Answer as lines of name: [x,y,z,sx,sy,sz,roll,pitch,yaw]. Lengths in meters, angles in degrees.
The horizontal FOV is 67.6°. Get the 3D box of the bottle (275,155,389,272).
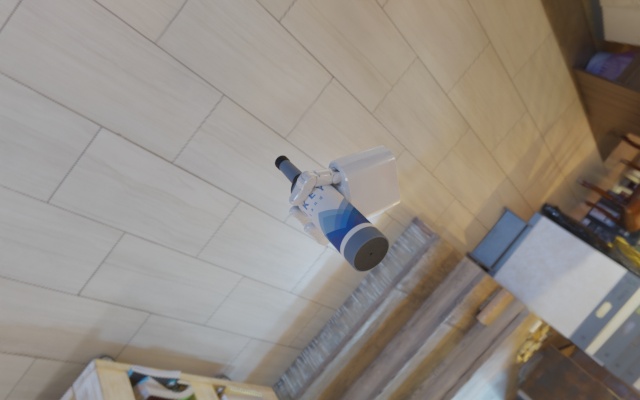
bottle: [0.000,0.003,0.799,0.069,0.069,0.295,0,31,-36]
